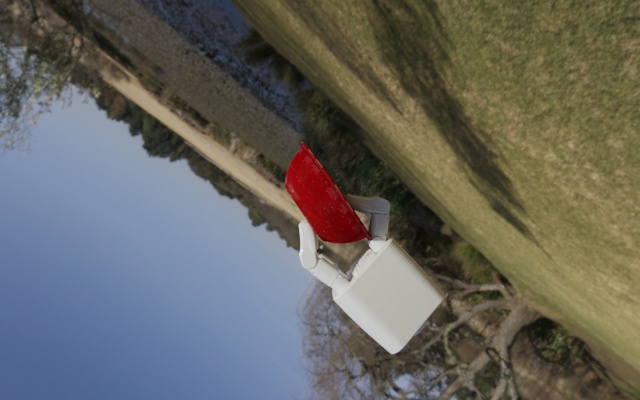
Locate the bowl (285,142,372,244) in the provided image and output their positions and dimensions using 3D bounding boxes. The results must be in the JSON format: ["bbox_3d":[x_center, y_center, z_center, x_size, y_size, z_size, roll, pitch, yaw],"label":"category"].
[{"bbox_3d":[-0.001,0.001,0.640,0.055,0.162,0.162,-35,0,0],"label":"bowl"}]
